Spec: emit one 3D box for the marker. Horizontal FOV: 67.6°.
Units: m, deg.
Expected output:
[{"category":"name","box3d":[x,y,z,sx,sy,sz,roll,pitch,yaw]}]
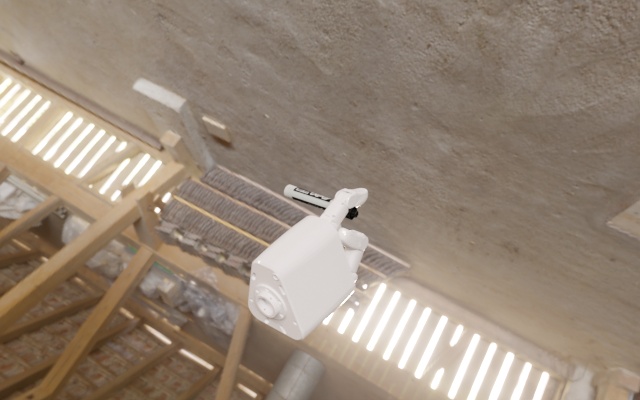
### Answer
[{"category":"marker","box3d":[0.000,0.002,0.665,0.121,0.020,0.020,19,11,33]}]
